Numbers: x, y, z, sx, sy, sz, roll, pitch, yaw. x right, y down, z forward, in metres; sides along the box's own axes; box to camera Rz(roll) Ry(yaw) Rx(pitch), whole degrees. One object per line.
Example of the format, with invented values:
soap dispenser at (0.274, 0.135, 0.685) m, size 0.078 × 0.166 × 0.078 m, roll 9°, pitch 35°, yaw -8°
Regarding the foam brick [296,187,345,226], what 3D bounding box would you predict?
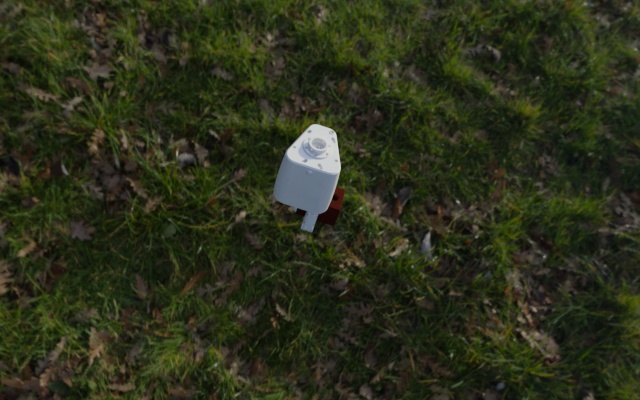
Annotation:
foam brick at (0.000, 0.003, 0.880) m, size 0.078 × 0.053 × 0.051 m, roll 18°, pitch -40°, yaw -3°
